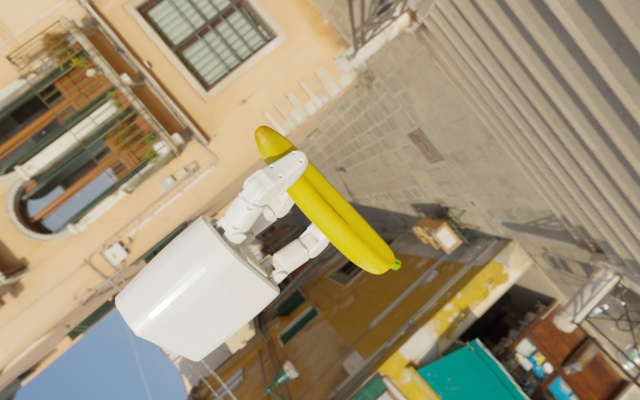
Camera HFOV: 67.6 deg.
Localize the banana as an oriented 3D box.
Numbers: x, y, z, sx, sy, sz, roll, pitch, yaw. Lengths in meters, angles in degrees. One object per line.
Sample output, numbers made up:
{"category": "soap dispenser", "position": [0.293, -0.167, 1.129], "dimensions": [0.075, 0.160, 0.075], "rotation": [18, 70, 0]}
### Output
{"category": "banana", "position": [0.003, 0.004, 0.445], "dimensions": [0.037, 0.198, 0.069], "rotation": [-43, 2, 0]}
